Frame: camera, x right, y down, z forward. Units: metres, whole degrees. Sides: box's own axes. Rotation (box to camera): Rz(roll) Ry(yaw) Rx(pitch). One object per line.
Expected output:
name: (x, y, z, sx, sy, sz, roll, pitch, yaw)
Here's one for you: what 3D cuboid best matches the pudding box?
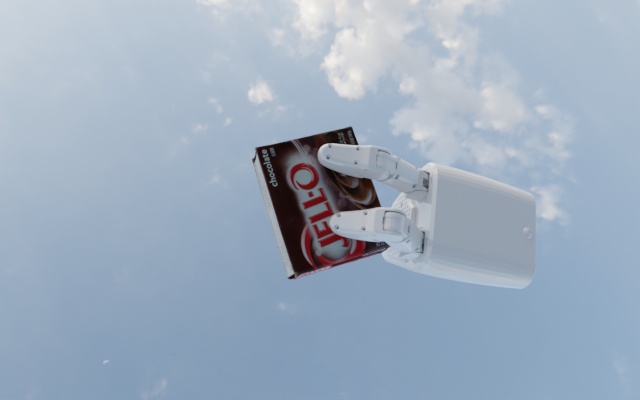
pudding box: (0.000, 0.001, 0.408, 0.090, 0.113, 0.039, -15, -13, -20)
